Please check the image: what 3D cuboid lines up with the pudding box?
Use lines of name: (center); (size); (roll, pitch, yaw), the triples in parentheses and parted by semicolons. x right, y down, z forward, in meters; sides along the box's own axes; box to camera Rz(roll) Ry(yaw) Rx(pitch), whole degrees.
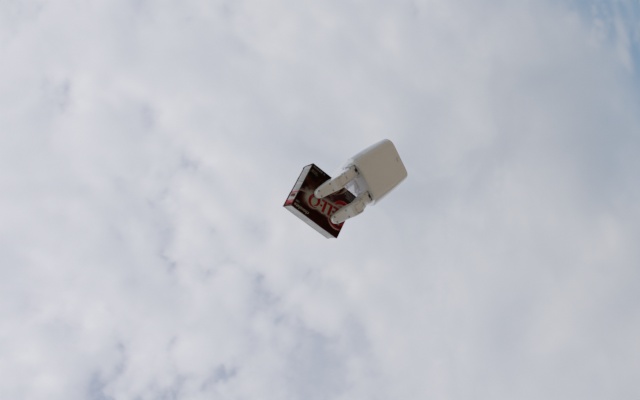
pudding box: (0.000, 0.003, 0.852); (0.113, 0.090, 0.039); (36, -24, -22)
